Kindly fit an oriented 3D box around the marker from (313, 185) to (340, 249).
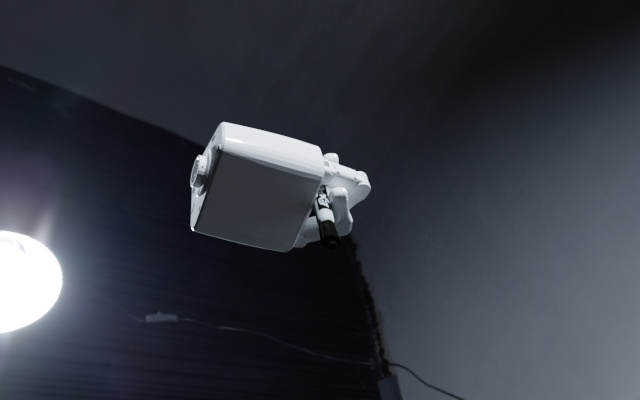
[{"bbox_3d":[0.000,0.002,0.489,0.020,0.020,0.121,0,44,-14],"label":"marker"}]
